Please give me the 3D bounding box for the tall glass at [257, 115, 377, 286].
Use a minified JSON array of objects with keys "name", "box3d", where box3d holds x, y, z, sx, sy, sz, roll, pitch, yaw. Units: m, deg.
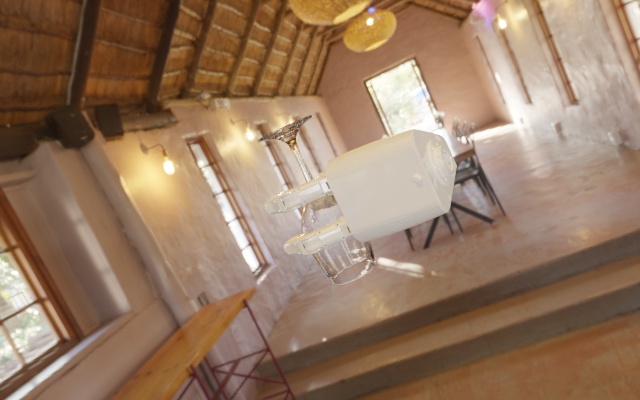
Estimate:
[{"name":"tall glass","box3d":[0.000,0.001,0.586,0.079,0.201,0.079,-25,7,3]}]
